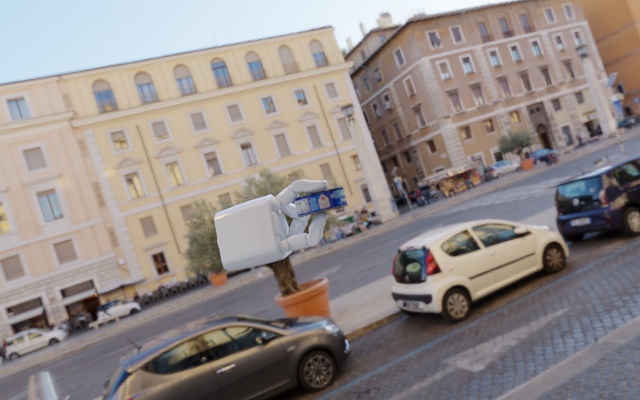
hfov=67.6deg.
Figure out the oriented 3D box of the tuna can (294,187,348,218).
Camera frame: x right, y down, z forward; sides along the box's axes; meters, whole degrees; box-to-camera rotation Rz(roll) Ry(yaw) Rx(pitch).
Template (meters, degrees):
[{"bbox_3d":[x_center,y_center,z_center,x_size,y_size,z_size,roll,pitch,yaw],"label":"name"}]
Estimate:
[{"bbox_3d":[0.000,0.002,0.787,0.086,0.034,0.086,-13,0,0],"label":"tuna can"}]
